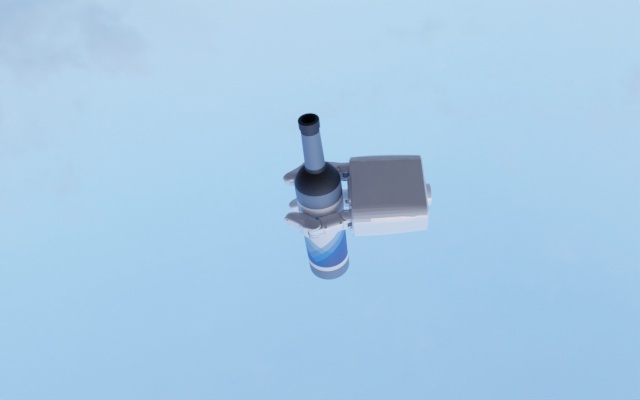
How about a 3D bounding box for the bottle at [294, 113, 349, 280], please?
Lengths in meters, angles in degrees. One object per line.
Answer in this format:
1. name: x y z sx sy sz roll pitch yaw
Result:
1. bottle: 0.000 0.002 0.698 0.069 0.069 0.296 -4 -45 4
